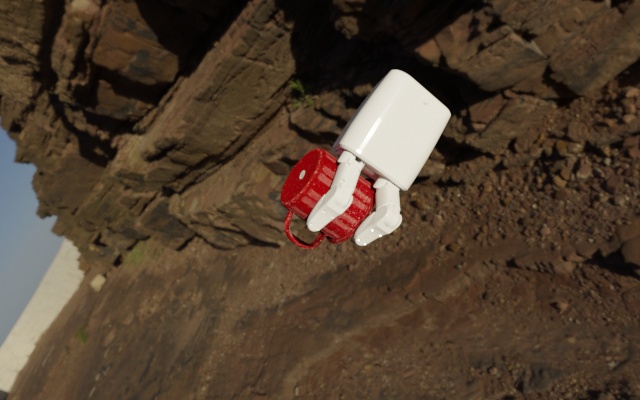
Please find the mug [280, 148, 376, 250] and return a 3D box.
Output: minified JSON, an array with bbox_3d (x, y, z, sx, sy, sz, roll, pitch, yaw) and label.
[{"bbox_3d":[-0.001,0.003,0.567,0.081,0.117,0.093,34,-2,-22],"label":"mug"}]
